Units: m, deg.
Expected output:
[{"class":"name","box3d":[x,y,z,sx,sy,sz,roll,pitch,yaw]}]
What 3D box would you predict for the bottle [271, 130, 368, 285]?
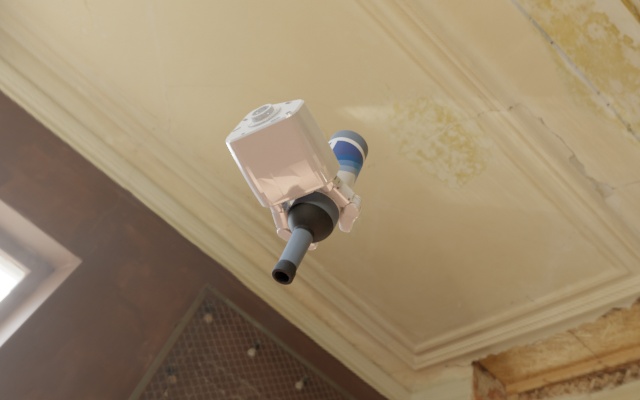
[{"class":"bottle","box3d":[0.000,0.002,0.674,0.069,0.069,0.295,0,37,23]}]
